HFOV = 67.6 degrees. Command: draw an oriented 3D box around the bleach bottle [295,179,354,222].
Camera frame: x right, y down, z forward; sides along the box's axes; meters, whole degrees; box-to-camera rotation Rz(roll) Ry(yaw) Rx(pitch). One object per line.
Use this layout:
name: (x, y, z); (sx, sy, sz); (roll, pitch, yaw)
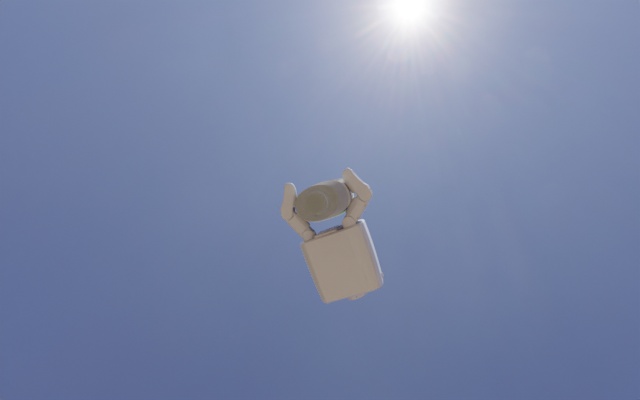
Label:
bleach bottle: (0.000, 0.002, 0.765); (0.102, 0.068, 0.251); (-20, -1, 7)
